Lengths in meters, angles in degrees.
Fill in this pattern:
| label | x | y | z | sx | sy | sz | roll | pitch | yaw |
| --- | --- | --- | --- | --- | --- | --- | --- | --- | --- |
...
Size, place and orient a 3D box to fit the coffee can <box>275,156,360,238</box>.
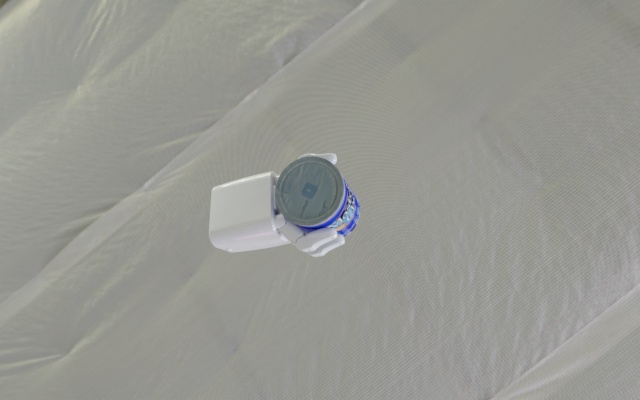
| label | x | y | z | sx | sy | sz | roll | pitch | yaw |
| --- | --- | --- | --- | --- | --- | --- | --- | --- | --- |
| coffee can | 0.000 | 0.002 | 0.741 | 0.103 | 0.102 | 0.140 | 0 | -14 | 14 |
